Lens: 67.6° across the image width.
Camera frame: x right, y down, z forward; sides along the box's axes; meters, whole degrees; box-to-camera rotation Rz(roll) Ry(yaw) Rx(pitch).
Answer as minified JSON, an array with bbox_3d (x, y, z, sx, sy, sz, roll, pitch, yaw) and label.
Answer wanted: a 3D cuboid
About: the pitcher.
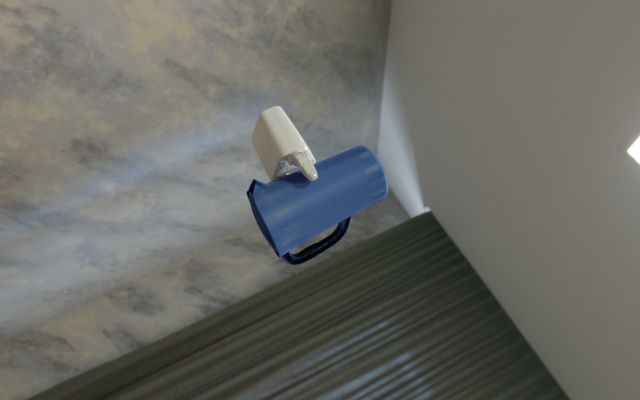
[{"bbox_3d":[0.000,0.003,0.879,0.243,0.145,0.149,-26,-21,-11],"label":"pitcher"}]
